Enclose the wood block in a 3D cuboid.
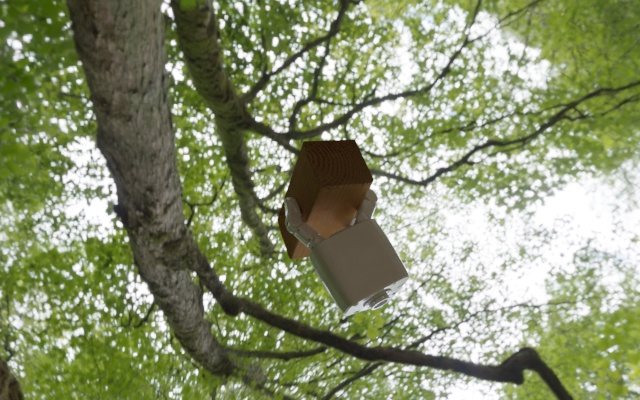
[{"bbox_3d":[0.000,0.003,0.786,0.091,0.090,0.206,-6,-35,-23],"label":"wood block"}]
